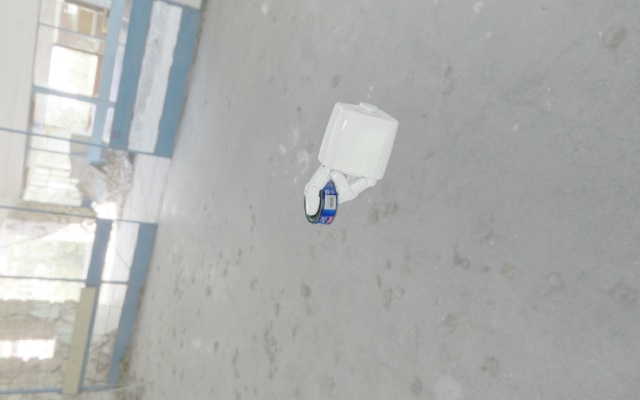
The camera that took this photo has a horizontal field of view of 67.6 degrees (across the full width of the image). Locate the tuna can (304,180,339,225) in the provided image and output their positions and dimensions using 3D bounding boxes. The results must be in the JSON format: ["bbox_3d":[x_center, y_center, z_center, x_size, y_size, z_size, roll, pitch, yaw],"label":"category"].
[{"bbox_3d":[0.000,0.003,0.896,0.034,0.086,0.086,3,-1,-25],"label":"tuna can"}]
